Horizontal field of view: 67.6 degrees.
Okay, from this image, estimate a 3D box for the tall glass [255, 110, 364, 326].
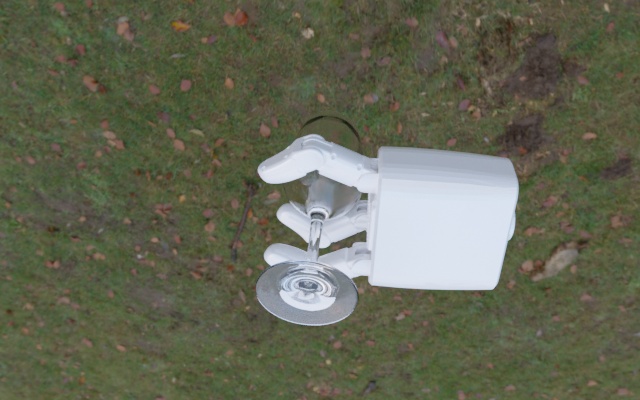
[{"bbox_3d":[0.000,0.002,0.412,0.079,0.079,0.200,0,42,7],"label":"tall glass"}]
